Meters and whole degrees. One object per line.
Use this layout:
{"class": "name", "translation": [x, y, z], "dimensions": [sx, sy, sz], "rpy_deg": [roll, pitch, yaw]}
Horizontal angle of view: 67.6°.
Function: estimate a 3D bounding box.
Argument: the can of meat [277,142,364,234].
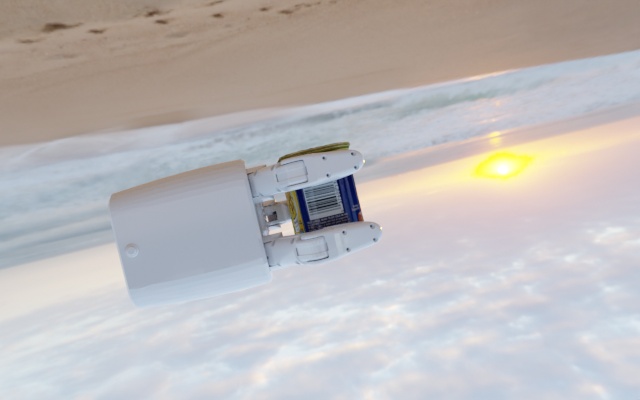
{"class": "can of meat", "translation": [0.000, 0.002, 0.406], "dimensions": [0.057, 0.084, 0.102], "rpy_deg": [-13, 1, -8]}
